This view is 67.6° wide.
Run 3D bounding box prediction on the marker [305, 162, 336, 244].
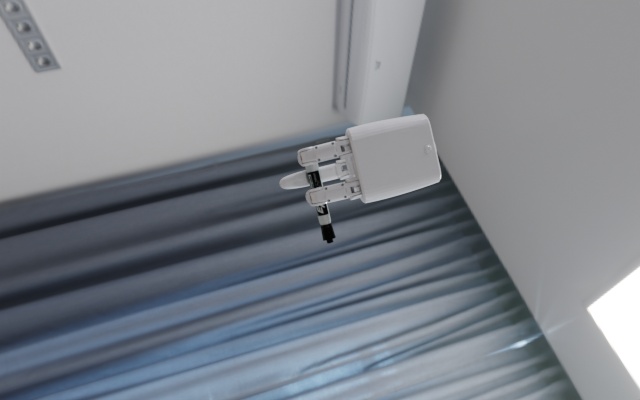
[{"bbox_3d":[0.000,0.002,0.681,0.020,0.121,0.020,-14,4,1],"label":"marker"}]
